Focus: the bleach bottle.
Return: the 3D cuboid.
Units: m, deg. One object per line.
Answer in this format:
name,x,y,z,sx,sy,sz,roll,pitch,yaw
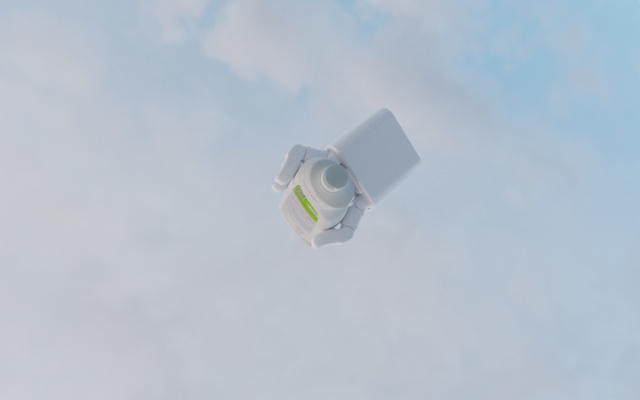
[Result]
bleach bottle,0.000,0.002,0.670,0.068,0.102,0.251,-40,-1,-16
